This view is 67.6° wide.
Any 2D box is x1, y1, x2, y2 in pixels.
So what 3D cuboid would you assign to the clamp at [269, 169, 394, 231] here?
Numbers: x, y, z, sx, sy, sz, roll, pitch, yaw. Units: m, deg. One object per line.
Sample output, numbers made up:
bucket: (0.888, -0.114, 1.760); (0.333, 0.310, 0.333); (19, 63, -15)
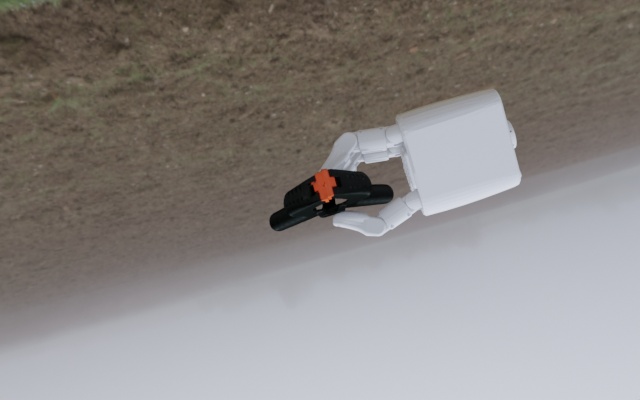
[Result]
clamp: (0.000, 0.002, 0.538); (0.164, 0.036, 0.210); (-17, -8, 8)
